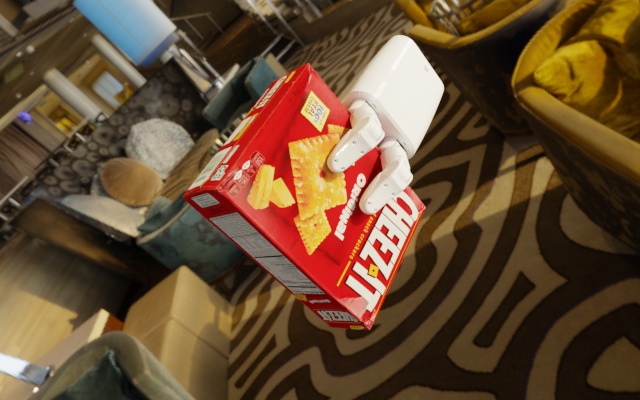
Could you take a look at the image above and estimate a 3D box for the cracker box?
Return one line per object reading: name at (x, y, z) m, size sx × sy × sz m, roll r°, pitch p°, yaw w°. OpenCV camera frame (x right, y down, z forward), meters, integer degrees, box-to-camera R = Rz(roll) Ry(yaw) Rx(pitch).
cracker box at (0.000, 0.001, 0.477) m, size 0.214 × 0.164 × 0.072 m, roll 46°, pitch -32°, yaw -25°
